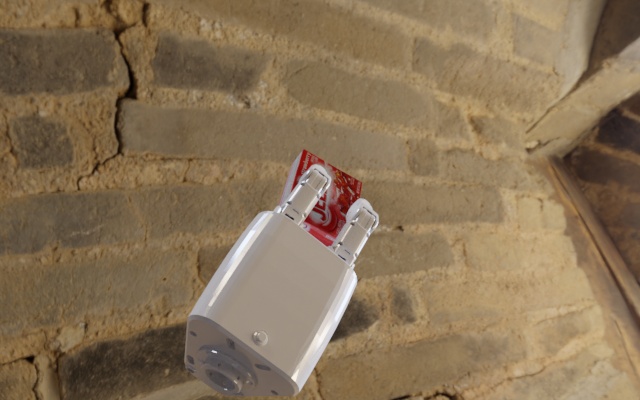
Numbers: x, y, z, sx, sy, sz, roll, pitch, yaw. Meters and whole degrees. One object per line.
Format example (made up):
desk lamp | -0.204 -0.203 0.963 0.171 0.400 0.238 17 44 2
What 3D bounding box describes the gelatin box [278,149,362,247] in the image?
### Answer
gelatin box | 0.000 0.002 0.469 0.073 0.089 0.030 29 -46 -15
